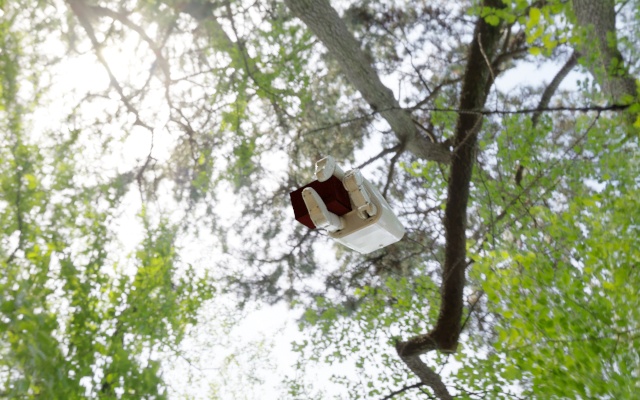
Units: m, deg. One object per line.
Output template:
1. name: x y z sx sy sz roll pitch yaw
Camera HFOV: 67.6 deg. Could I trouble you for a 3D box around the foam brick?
1. foam brick: 0.000 0.002 0.746 0.078 0.053 0.051 -25 -32 22
